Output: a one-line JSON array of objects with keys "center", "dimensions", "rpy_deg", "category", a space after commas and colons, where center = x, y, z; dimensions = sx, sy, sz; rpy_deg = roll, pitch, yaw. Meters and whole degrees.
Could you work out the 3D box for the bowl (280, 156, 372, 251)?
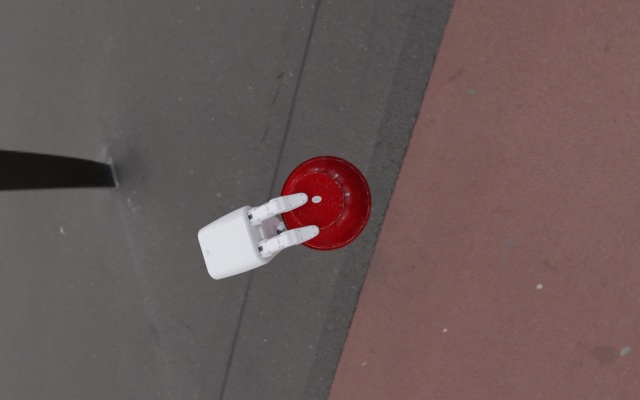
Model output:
[{"center": [0.001, 0.002, 0.782], "dimensions": [0.162, 0.162, 0.055], "rpy_deg": [0, -4, 15], "category": "bowl"}]
